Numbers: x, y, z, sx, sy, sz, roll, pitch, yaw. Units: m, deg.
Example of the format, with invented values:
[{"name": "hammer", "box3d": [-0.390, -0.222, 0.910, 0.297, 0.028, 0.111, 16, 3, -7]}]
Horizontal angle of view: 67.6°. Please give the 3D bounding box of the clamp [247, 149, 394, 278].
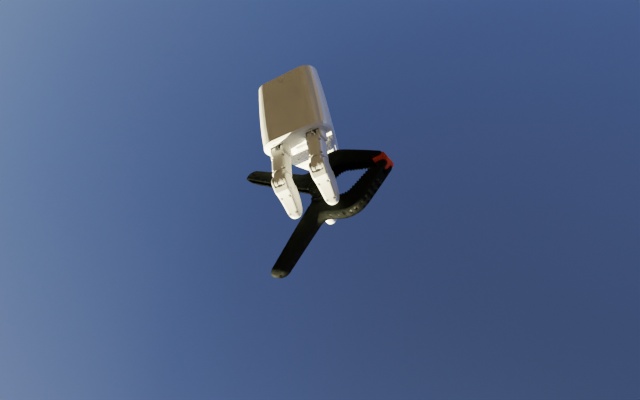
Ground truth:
[{"name": "clamp", "box3d": [0.001, 0.002, 0.632, 0.210, 0.164, 0.036, -21, -25, 20]}]
